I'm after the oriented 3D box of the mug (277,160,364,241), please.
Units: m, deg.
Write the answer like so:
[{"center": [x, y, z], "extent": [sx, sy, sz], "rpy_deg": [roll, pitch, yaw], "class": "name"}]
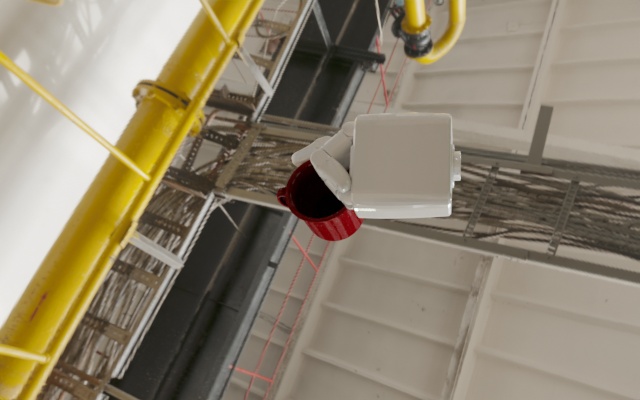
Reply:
[{"center": [-0.001, 0.002, 0.624], "extent": [0.117, 0.093, 0.081], "rpy_deg": [1, -26, 18], "class": "mug"}]
